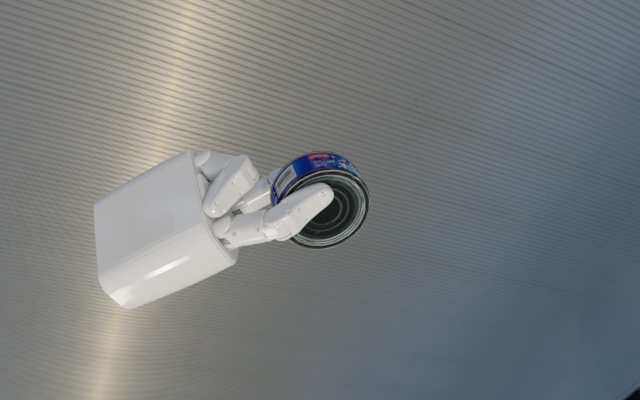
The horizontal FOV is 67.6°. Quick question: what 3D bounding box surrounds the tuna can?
[{"bbox_3d":[0.000,0.002,0.425,0.086,0.086,0.033,0,32,-16],"label":"tuna can"}]
